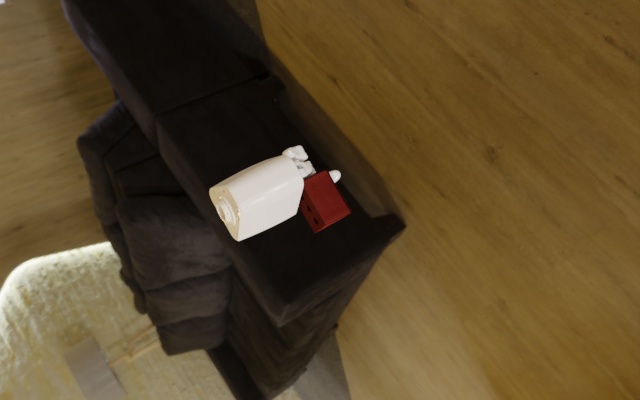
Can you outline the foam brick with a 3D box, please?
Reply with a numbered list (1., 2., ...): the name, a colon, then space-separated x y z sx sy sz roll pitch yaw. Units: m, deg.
1. foam brick: 0.000 0.003 0.738 0.051 0.078 0.053 -28 -6 -28
